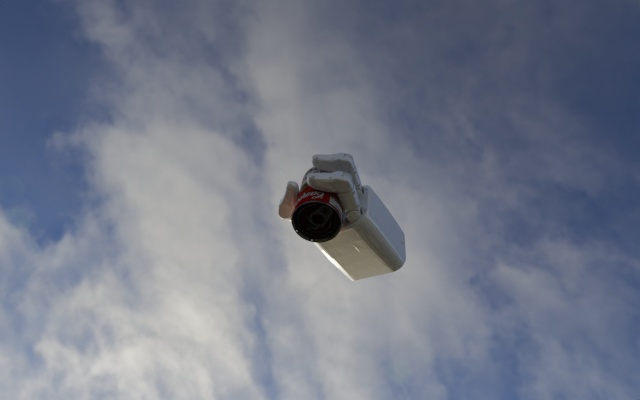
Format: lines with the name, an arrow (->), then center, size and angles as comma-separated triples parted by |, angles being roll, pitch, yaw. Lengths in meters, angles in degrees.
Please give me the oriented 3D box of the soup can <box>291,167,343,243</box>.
soup can -> 0.000, 0.002, 0.679 | 0.068, 0.068, 0.102 | 0, 33, 8
